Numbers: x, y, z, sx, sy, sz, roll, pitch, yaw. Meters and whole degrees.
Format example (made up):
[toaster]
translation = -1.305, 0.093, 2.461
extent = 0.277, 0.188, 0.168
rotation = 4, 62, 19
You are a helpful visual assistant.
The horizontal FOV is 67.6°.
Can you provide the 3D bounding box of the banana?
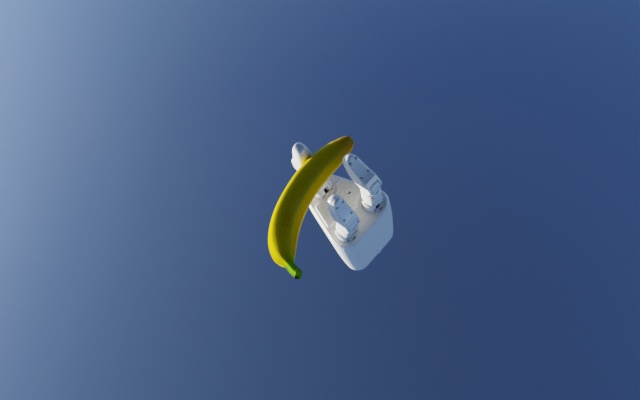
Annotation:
[banana]
translation = -0.018, 0.002, 0.579
extent = 0.069, 0.197, 0.037
rotation = 10, -26, 22
